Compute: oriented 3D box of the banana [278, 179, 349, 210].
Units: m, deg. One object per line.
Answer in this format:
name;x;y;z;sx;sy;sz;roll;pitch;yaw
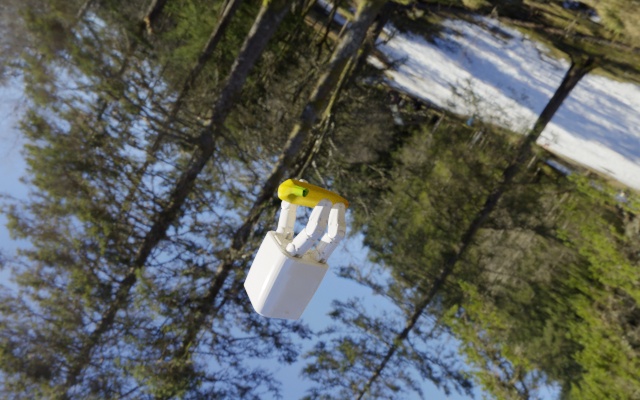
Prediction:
banana;-0.017;-0.005;0.754;0.069;0.037;0.198;26;6;21
